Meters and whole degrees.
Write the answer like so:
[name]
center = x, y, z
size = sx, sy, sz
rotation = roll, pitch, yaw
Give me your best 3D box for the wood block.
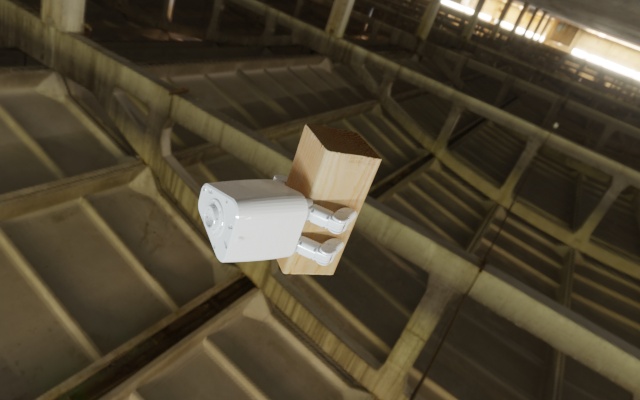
[wood block]
center = 0.000, 0.002, 0.713
size = 0.090, 0.206, 0.090
rotation = 5, 31, -28
